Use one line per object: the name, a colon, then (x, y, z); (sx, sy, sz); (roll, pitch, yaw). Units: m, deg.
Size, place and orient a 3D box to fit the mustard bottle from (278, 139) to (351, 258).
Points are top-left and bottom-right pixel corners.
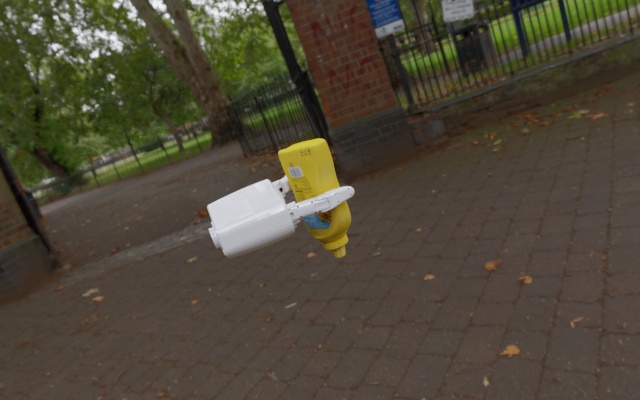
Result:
mustard bottle: (0.000, 0.002, 0.750); (0.058, 0.192, 0.096); (-29, 16, -35)
